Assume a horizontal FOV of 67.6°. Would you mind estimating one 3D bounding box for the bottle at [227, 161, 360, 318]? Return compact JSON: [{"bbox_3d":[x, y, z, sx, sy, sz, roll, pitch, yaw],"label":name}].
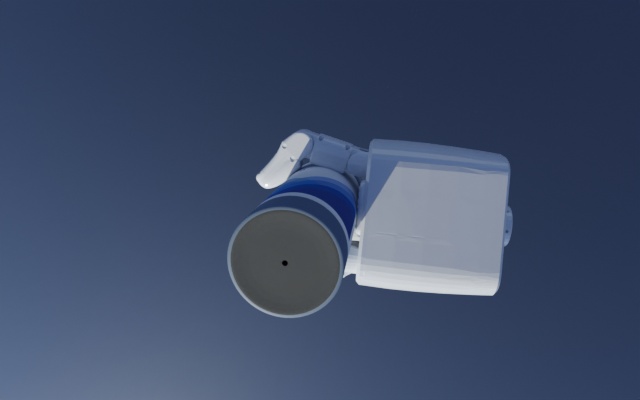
[{"bbox_3d":[0.000,0.001,0.405,0.069,0.069,0.295,0,13,8],"label":"bottle"}]
